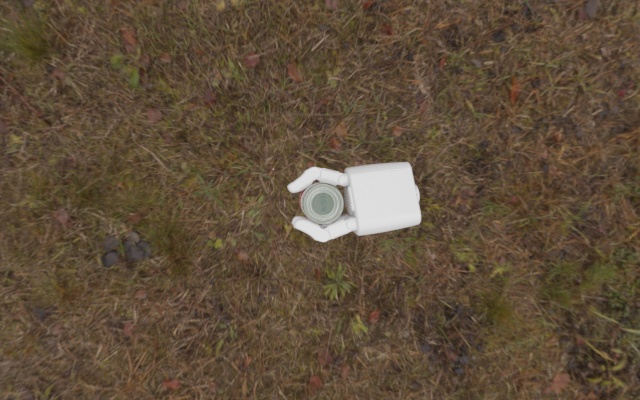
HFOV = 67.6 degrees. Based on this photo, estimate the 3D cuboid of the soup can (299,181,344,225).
[{"bbox_3d":[0.000,0.003,0.798,0.068,0.068,0.102,0,4,-6],"label":"soup can"}]
